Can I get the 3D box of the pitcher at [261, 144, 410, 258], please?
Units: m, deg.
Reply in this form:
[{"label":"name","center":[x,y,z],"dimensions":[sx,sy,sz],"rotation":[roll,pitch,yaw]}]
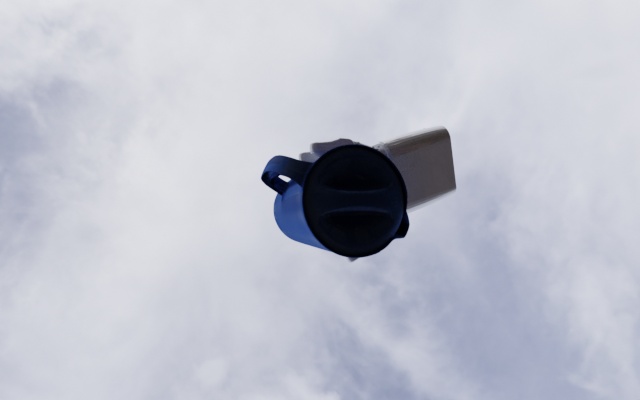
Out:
[{"label":"pitcher","center":[0.000,0.002,0.662],"dimensions":[0.145,0.149,0.243],"rotation":[-21,3,-18]}]
